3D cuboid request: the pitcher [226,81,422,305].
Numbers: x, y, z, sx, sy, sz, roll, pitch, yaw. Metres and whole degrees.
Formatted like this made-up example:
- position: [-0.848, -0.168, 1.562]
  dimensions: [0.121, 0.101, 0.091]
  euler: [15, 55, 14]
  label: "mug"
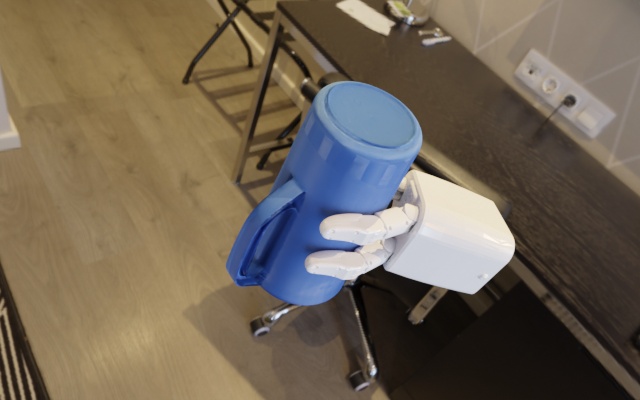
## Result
- position: [0.000, 0.002, 0.509]
  dimensions: [0.145, 0.149, 0.243]
  euler: [19, -45, -7]
  label: "pitcher"
